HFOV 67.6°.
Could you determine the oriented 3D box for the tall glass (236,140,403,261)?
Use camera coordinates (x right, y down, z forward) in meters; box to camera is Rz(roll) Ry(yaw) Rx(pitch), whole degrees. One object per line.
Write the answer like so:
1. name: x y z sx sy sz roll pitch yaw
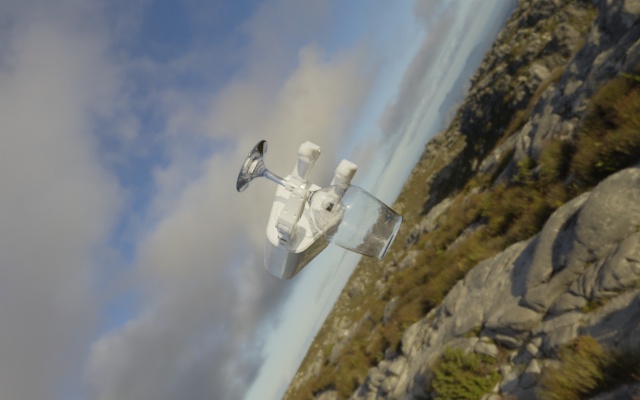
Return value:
1. tall glass: -0.001 0.002 0.597 0.201 0.079 0.079 27 3 6
